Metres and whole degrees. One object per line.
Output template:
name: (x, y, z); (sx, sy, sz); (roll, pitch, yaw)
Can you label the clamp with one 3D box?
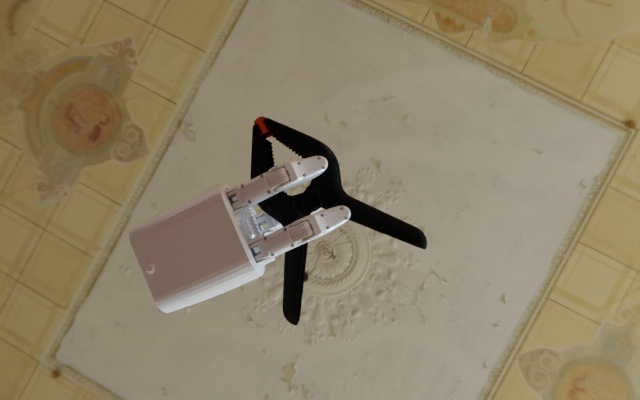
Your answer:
clamp: (0.000, 0.001, 0.493); (0.164, 0.210, 0.036); (-24, -4, 4)
